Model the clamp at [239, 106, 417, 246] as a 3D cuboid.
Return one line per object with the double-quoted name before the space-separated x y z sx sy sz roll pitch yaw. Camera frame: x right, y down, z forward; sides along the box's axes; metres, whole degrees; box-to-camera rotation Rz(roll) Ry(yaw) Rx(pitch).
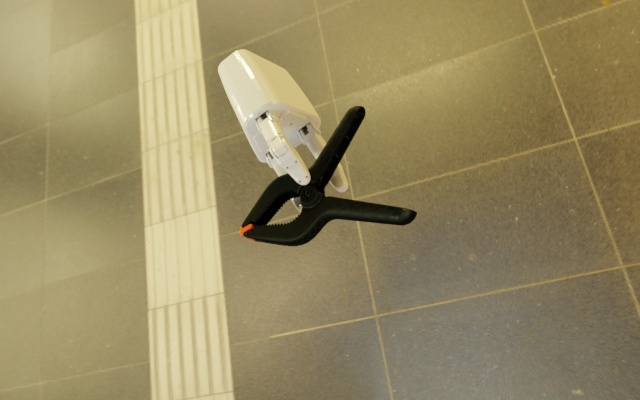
"clamp" -0.001 0.002 0.567 0.210 0.164 0.036 -34 -29 10
